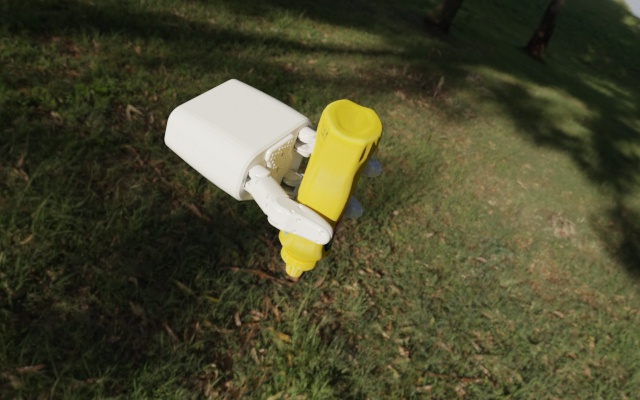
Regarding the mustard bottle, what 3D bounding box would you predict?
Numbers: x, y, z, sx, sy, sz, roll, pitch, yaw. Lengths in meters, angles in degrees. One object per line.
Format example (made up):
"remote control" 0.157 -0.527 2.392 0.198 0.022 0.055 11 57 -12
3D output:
"mustard bottle" 0.000 0.002 0.478 0.058 0.192 0.096 21 30 -2
